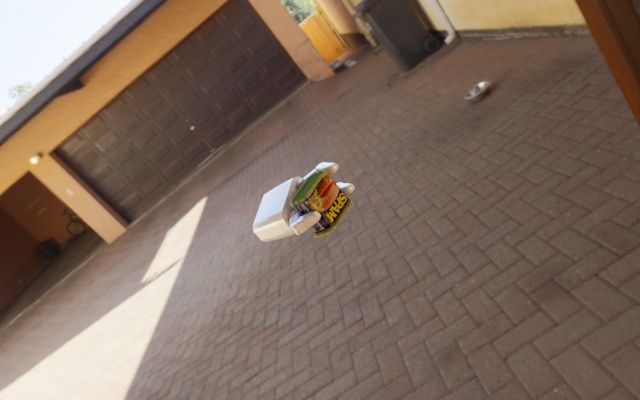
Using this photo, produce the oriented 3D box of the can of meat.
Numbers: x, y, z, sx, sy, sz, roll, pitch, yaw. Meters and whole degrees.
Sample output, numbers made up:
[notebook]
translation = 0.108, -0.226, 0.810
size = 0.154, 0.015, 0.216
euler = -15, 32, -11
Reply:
[can of meat]
translation = 0.000, 0.003, 0.898
size = 0.057, 0.084, 0.102
euler = -21, 26, 46
